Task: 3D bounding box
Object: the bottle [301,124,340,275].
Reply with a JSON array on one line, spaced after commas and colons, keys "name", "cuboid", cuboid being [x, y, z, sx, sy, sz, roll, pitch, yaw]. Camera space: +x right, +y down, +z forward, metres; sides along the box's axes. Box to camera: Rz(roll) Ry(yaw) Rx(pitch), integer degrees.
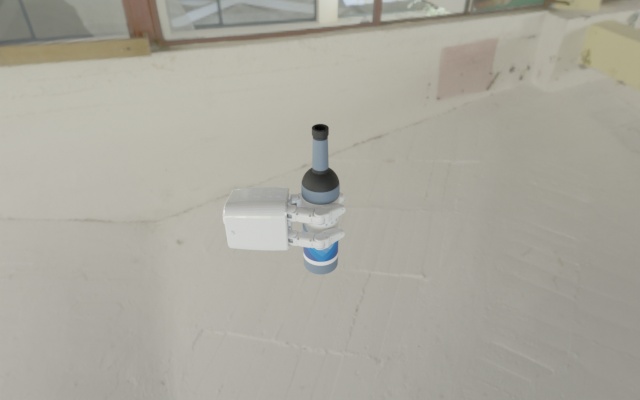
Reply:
[{"name": "bottle", "cuboid": [0.000, 0.003, 0.844, 0.069, 0.296, 0.069, 0, 36, 0]}]
